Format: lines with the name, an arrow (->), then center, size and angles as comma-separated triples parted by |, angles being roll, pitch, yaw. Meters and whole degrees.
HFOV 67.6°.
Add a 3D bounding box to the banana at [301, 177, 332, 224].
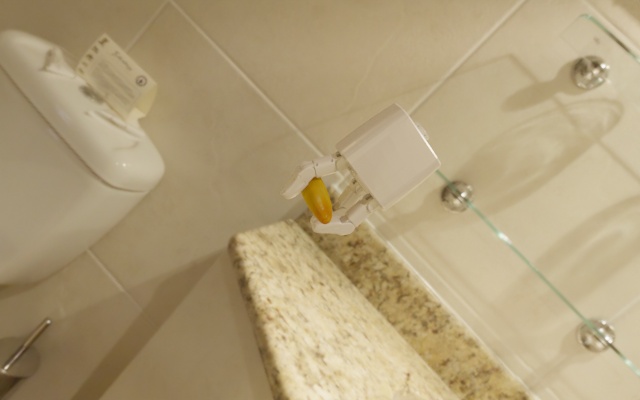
banana -> -0.009, -0.014, 0.720 | 0.037, 0.069, 0.198 | -29, 9, 0
